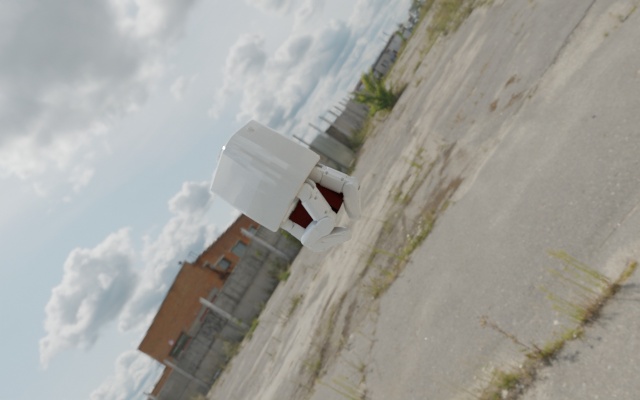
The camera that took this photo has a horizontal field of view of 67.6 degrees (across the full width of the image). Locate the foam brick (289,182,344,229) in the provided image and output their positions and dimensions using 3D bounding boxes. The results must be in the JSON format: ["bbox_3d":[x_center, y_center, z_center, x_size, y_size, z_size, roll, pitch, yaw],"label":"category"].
[{"bbox_3d":[0.000,0.002,0.650,0.051,0.053,0.078,30,30,0],"label":"foam brick"}]
